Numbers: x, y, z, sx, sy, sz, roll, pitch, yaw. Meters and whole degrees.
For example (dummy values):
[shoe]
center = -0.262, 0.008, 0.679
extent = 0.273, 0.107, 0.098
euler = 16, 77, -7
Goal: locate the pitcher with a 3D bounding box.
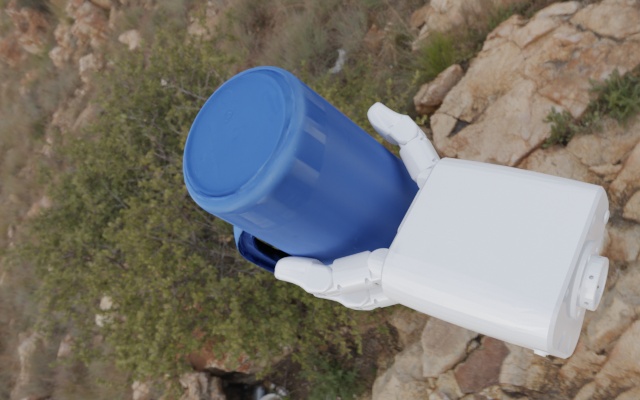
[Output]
[pitcher]
center = 0.000, 0.001, 0.407
extent = 0.145, 0.149, 0.243
euler = 17, -9, 39
